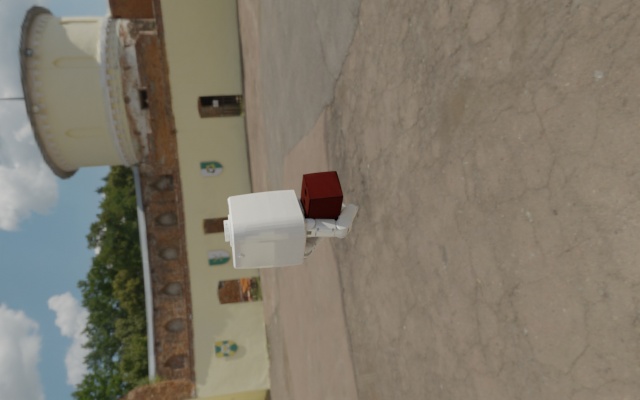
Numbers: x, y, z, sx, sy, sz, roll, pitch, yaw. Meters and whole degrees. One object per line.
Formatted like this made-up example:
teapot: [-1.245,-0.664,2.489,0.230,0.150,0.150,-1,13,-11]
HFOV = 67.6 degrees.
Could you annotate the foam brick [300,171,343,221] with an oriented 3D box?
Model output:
foam brick: [0.000,0.002,0.715,0.051,0.053,0.078,-4,-42,-11]
